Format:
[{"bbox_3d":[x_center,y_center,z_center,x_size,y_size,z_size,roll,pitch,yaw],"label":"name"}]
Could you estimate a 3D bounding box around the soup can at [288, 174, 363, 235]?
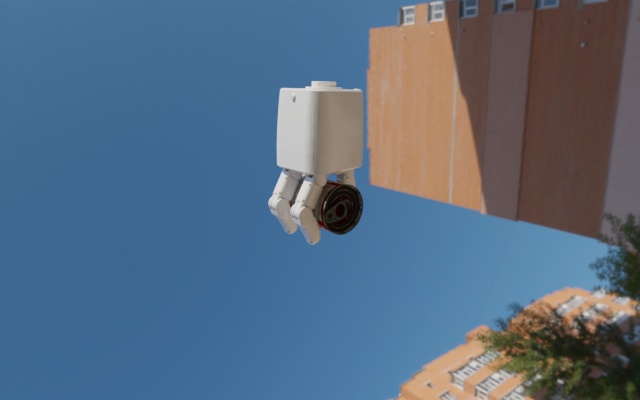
[{"bbox_3d":[0.000,0.003,0.663,0.068,0.068,0.102,0,11,-39],"label":"soup can"}]
